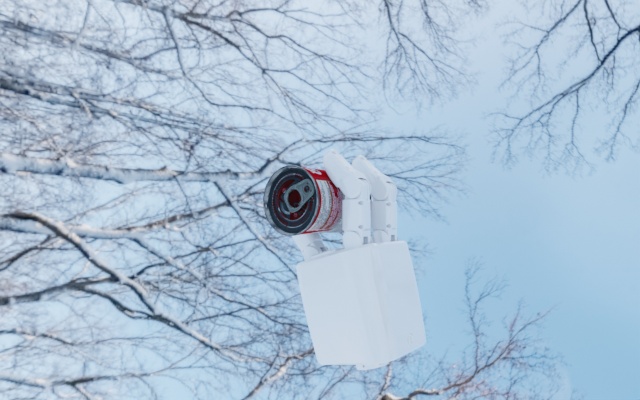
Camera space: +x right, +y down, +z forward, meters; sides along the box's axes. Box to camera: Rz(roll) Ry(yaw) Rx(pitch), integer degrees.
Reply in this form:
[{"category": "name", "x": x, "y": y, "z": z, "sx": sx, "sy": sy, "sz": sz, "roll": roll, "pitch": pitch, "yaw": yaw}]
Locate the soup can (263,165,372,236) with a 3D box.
[{"category": "soup can", "x": 0.000, "y": 0.001, "z": 0.495, "sx": 0.068, "sy": 0.068, "sz": 0.102, "roll": 0, "pitch": -2, "yaw": 36}]
